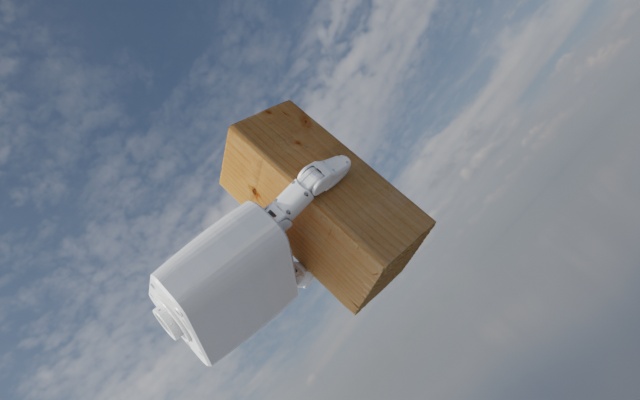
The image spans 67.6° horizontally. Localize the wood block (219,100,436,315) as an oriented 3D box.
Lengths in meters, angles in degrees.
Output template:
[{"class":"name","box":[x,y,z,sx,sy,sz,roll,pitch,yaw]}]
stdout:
[{"class":"wood block","box":[0.000,0.002,0.492,0.206,0.091,0.090,42,49,18]}]
